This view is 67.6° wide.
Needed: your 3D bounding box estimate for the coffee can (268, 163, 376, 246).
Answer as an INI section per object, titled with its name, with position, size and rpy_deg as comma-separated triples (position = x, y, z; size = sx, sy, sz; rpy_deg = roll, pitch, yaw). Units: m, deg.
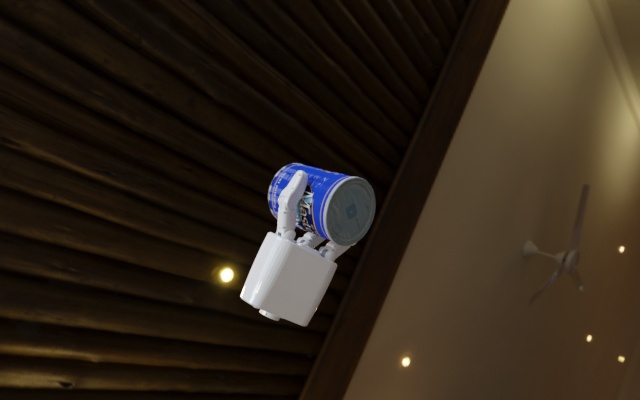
[coffee can]
position = 0.000, 0.002, 0.744
size = 0.103, 0.103, 0.140
rpy_deg = 0, 12, -43
